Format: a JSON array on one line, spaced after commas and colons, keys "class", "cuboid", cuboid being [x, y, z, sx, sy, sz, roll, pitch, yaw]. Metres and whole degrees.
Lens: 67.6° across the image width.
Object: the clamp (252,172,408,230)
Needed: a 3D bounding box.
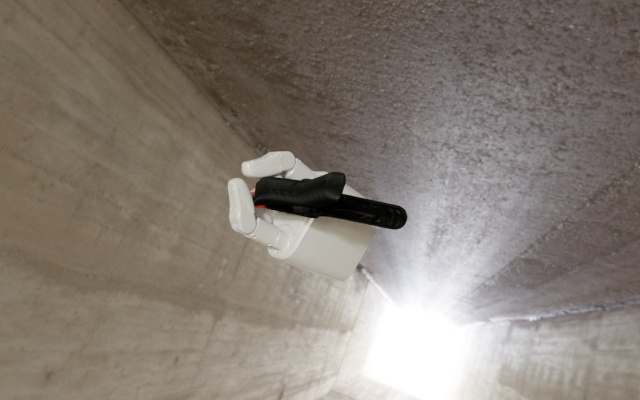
[{"class": "clamp", "cuboid": [0.000, 0.002, 0.487, 0.120, 0.039, 0.171, 30, -16, -37]}]
